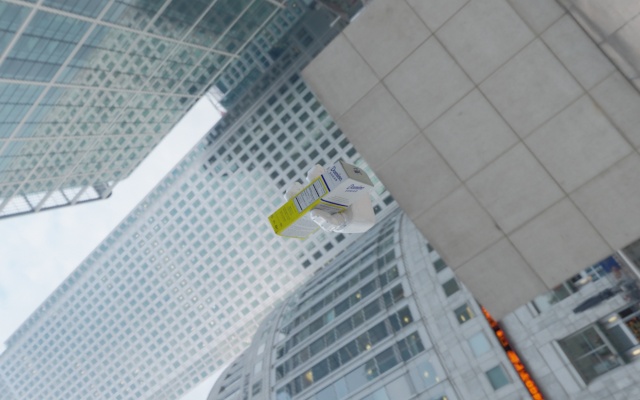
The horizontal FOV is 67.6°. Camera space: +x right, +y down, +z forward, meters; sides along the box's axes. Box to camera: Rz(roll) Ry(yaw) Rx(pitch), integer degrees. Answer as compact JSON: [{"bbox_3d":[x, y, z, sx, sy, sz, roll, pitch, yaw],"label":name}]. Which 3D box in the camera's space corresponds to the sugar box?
[{"bbox_3d":[0.000,0.002,0.848,0.176,0.048,0.093,-40,-27,21],"label":"sugar box"}]
